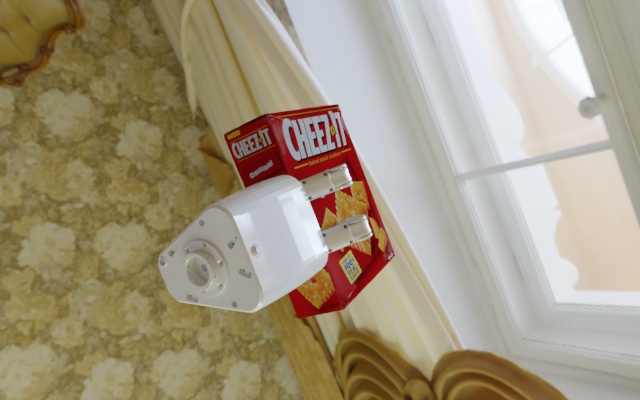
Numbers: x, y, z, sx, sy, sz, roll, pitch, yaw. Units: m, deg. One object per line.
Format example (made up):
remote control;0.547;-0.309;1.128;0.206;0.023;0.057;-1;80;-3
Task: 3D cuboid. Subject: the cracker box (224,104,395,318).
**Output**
cracker box;0.000;0.002;0.556;0.072;0.214;0.164;-19;4;31
